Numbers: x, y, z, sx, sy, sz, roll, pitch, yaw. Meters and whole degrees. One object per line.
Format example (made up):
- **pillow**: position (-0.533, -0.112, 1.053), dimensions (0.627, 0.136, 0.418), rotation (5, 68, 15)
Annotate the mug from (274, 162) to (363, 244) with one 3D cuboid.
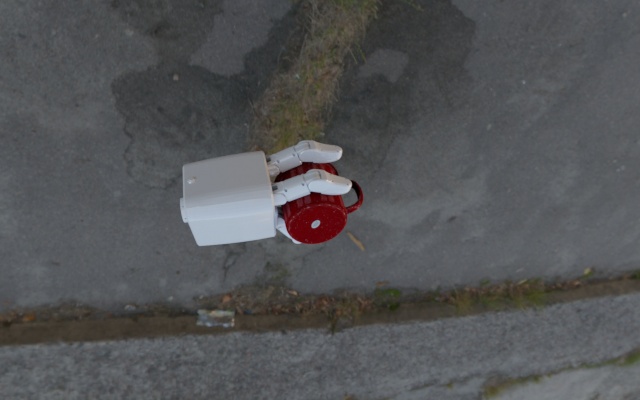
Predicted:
- **mug**: position (0.002, 0.002, 0.642), dimensions (0.117, 0.081, 0.093), rotation (-9, -43, -7)
